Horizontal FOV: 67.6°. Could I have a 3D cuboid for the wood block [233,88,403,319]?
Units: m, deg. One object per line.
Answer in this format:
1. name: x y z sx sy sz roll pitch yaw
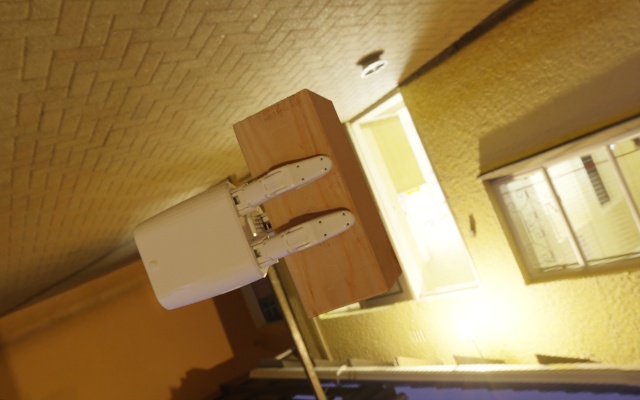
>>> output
1. wood block: 0.000 0.002 0.499 0.090 0.206 0.091 -23 -3 17
